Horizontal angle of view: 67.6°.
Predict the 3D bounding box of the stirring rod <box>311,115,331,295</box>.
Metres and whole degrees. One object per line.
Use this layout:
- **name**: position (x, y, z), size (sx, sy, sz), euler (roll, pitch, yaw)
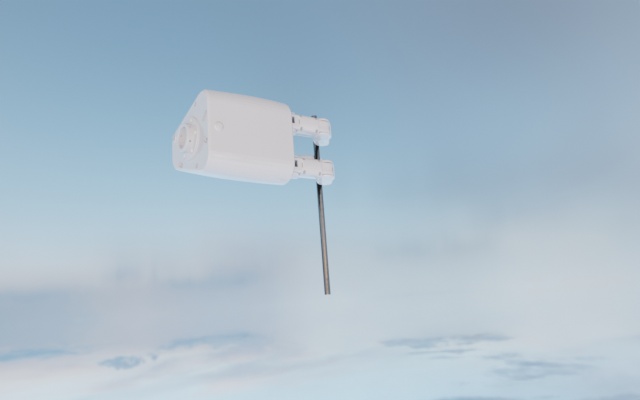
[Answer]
- **stirring rod**: position (0.000, 0.002, 0.630), size (0.011, 0.239, 0.011), euler (-4, -12, -1)
